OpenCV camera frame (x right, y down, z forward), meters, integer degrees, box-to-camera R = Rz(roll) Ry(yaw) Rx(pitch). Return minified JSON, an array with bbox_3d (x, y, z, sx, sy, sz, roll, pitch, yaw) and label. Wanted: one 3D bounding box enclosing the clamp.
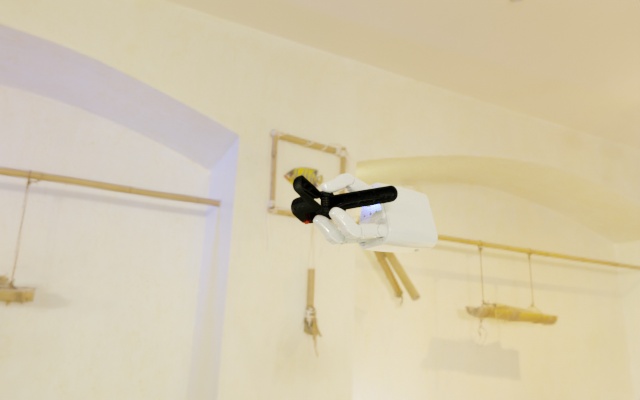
[{"bbox_3d":[0.000,0.002,0.773,0.164,0.036,0.210,9,-17,-27],"label":"clamp"}]
